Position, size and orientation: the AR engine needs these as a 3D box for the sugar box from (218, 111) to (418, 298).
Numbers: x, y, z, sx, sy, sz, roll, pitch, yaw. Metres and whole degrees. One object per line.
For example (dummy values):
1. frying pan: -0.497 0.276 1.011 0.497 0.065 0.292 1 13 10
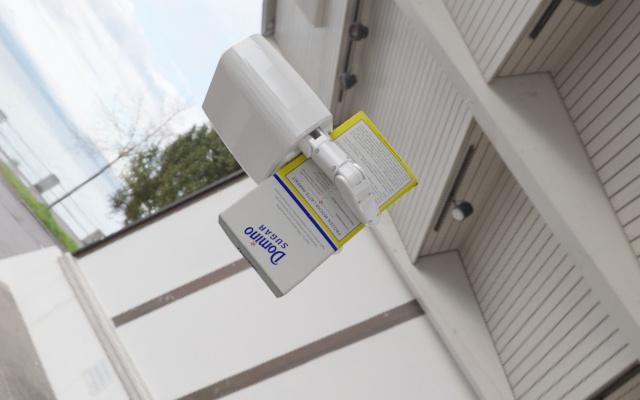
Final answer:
1. sugar box: 0.000 0.001 0.456 0.176 0.093 0.048 -37 -4 -18
